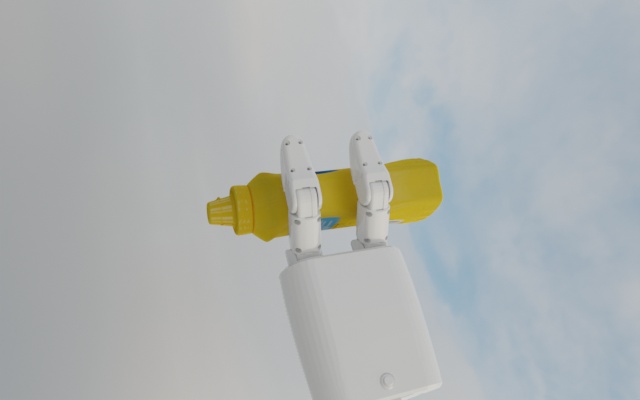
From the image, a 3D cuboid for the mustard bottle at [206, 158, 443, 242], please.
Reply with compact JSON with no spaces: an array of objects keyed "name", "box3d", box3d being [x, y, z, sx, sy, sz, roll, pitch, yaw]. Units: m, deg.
[{"name":"mustard bottle","box3d":[0.000,0.001,0.412,0.191,0.058,0.096,-7,-5,-19]}]
